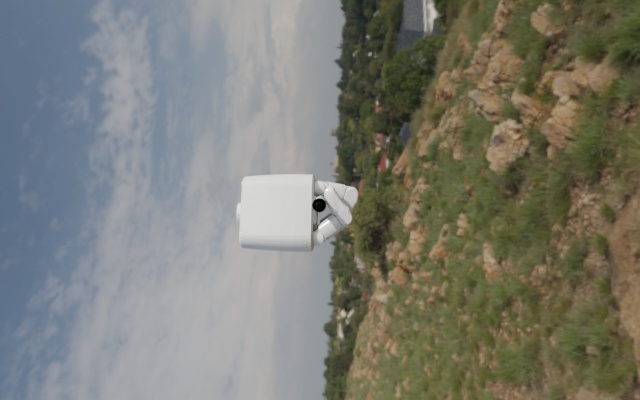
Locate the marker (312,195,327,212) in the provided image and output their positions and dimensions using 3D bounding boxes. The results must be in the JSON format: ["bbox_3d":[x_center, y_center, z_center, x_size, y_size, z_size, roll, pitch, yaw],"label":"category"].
[{"bbox_3d":[0.000,0.002,0.686,0.020,0.020,0.121,0,5,2],"label":"marker"}]
